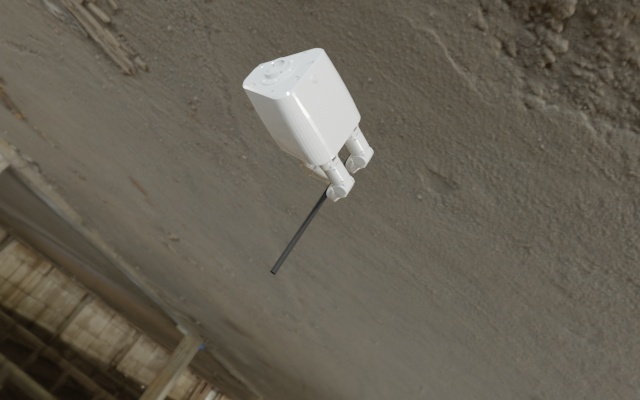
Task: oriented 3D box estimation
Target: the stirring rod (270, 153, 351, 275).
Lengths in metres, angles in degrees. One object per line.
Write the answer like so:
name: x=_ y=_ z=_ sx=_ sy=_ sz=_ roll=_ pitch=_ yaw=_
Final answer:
stirring rod: x=0.000 y=0.002 z=0.658 sx=0.011 sy=0.239 sz=0.011 roll=27 pitch=-26 yaw=15
